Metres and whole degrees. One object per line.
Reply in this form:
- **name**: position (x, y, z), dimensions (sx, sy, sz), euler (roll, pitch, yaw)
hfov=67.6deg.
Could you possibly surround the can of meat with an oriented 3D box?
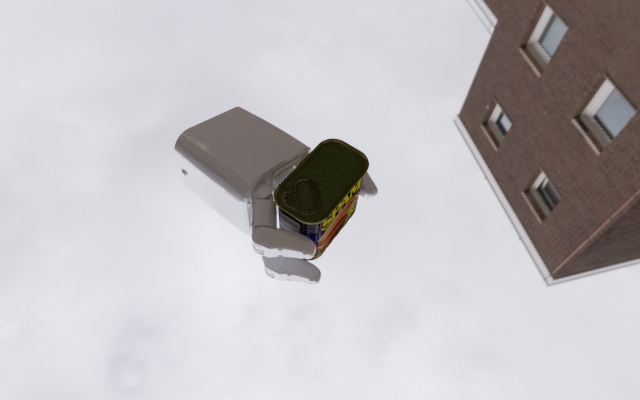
- **can of meat**: position (0.000, 0.002, 0.487), dimensions (0.057, 0.102, 0.084), euler (32, -30, 16)
